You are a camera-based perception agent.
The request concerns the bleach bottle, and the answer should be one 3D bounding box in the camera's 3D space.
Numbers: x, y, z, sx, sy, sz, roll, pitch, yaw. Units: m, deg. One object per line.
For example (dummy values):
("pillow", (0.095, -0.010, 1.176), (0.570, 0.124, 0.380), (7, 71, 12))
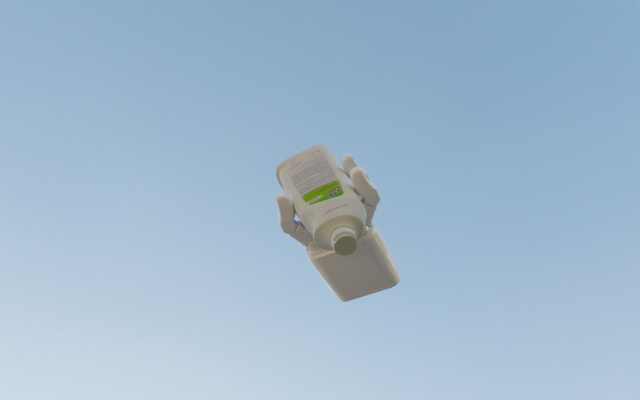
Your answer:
("bleach bottle", (0.000, 0.002, 0.674), (0.102, 0.068, 0.250), (-28, 28, 4))
